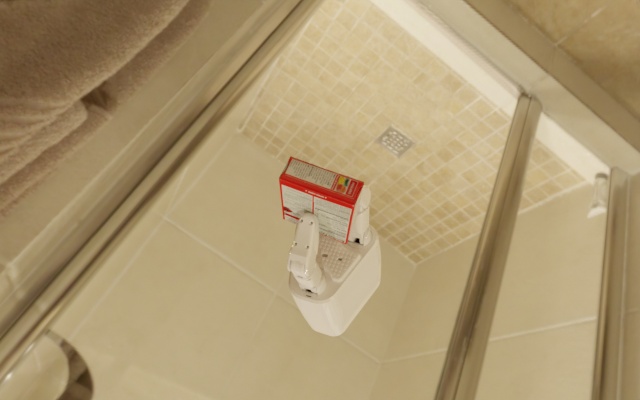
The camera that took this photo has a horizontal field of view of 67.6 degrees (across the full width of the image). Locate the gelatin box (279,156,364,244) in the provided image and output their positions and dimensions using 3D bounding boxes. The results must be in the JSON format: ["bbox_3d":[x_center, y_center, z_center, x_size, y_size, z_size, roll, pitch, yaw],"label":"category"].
[{"bbox_3d":[0.000,0.002,0.463,0.073,0.030,0.089,20,-26,9],"label":"gelatin box"}]
